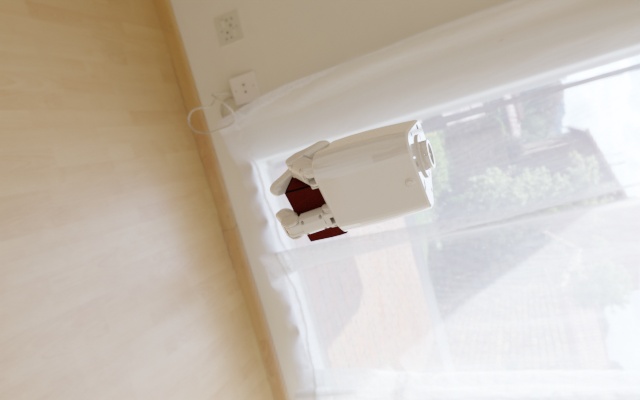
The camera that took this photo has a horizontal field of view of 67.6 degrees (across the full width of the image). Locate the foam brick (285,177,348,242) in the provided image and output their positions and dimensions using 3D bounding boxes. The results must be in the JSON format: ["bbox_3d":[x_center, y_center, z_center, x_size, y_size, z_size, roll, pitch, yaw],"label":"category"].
[{"bbox_3d":[0.000,0.002,0.581,0.051,0.078,0.053,-15,30,22],"label":"foam brick"}]
